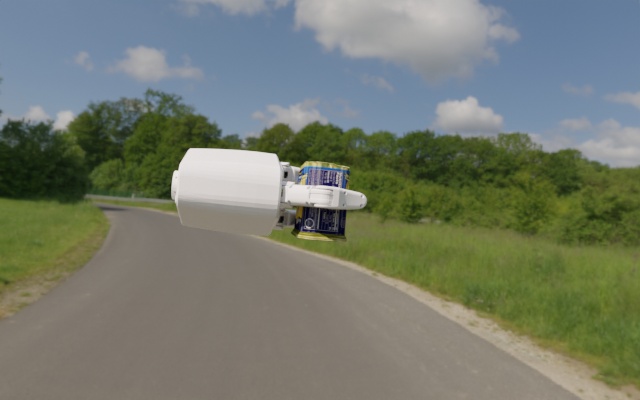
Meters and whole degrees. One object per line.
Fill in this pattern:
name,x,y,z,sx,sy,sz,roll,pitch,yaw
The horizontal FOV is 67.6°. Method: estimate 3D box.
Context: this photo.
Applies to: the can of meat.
can of meat,0.000,0.001,0.556,0.057,0.084,0.102,5,-1,-8
